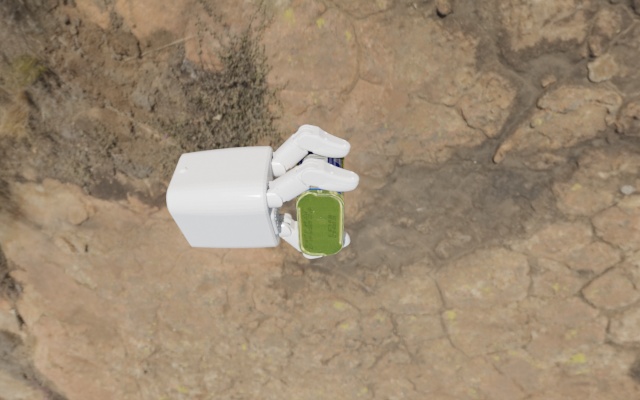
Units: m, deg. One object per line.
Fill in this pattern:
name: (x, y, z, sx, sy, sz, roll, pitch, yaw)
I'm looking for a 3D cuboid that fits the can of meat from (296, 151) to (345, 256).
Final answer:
can of meat: (0.000, 0.002, 0.552, 0.057, 0.102, 0.083, -1, 41, 1)
